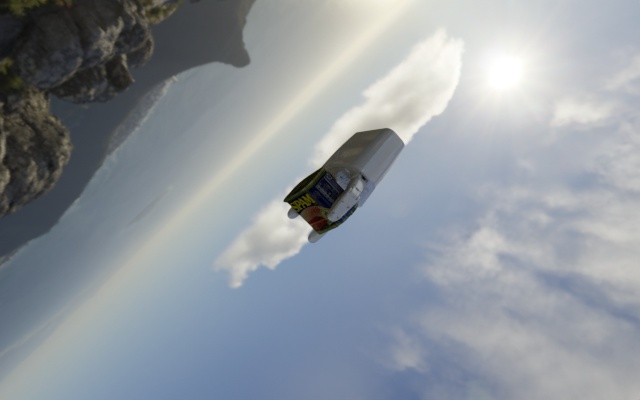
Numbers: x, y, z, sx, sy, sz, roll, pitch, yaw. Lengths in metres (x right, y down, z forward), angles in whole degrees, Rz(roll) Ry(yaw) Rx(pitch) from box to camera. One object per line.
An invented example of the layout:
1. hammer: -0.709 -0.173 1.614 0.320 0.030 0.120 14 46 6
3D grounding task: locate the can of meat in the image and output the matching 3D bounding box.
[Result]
1. can of meat: 0.000 0.003 0.771 0.057 0.084 0.102 -51 12 -30
